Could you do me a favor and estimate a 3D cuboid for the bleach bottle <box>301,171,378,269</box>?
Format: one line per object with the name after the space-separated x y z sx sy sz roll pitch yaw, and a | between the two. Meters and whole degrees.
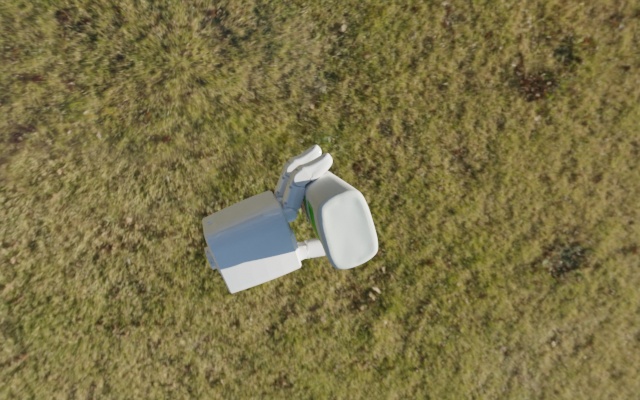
0.000 0.002 0.687 0.068 0.103 0.250 -20 20 -10 | bleach bottle
